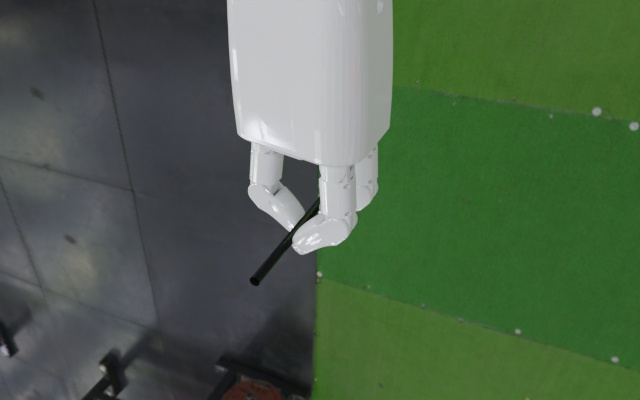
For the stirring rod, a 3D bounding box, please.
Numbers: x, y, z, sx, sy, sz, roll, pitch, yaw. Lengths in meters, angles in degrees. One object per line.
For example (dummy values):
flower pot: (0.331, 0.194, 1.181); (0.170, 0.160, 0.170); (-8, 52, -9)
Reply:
stirring rod: (0.000, 0.001, 0.432); (0.011, 0.011, 0.239); (0, 28, 26)
